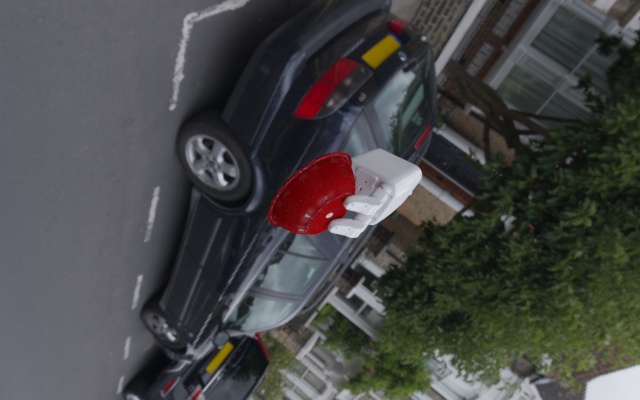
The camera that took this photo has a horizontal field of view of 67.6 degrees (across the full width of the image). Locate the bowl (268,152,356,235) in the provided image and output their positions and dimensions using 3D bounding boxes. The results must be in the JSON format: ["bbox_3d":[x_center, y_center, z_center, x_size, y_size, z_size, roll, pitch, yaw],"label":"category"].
[{"bbox_3d":[-0.001,0.003,0.732,0.162,0.055,0.162,-33,-23,-16],"label":"bowl"}]
